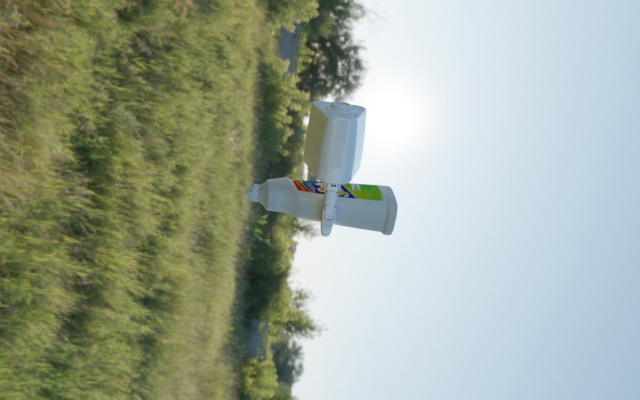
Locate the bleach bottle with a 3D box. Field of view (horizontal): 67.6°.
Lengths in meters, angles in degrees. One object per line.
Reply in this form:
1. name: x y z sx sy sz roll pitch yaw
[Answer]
1. bleach bottle: 0.000 0.003 0.827 0.251 0.068 0.102 6 26 -4
